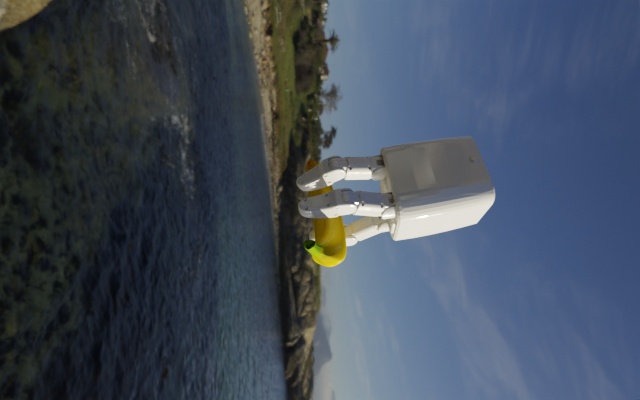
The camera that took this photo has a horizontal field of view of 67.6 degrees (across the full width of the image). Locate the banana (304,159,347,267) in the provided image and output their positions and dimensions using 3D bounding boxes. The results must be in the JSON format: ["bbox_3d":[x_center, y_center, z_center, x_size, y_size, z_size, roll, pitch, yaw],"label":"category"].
[{"bbox_3d":[0.005,0.019,0.561,0.037,0.070,0.197,-15,29,6],"label":"banana"}]
